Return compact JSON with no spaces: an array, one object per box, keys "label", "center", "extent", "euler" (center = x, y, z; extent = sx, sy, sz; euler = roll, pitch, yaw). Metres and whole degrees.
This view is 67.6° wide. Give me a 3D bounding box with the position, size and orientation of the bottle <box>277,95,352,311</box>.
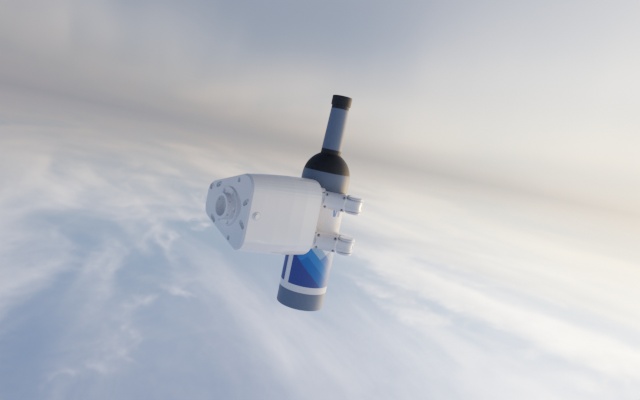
[{"label":"bottle","center":[0.000,0.002,0.664],"extent":[0.069,0.296,0.069],"euler":[12,6,-1]}]
